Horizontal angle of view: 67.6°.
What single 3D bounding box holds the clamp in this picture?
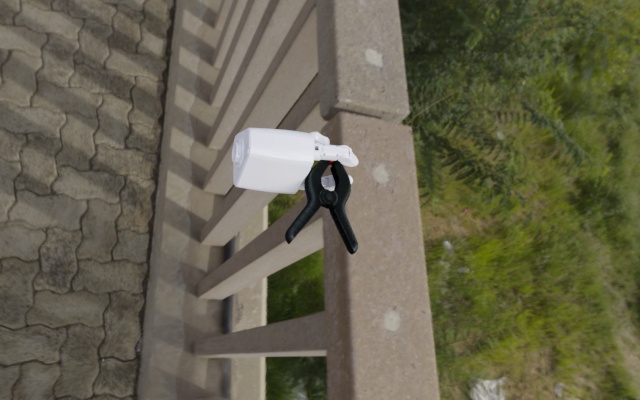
[{"bbox_3d":[0.000,0.002,0.777,0.120,0.171,0.039,4,-18,-23],"label":"clamp"}]
